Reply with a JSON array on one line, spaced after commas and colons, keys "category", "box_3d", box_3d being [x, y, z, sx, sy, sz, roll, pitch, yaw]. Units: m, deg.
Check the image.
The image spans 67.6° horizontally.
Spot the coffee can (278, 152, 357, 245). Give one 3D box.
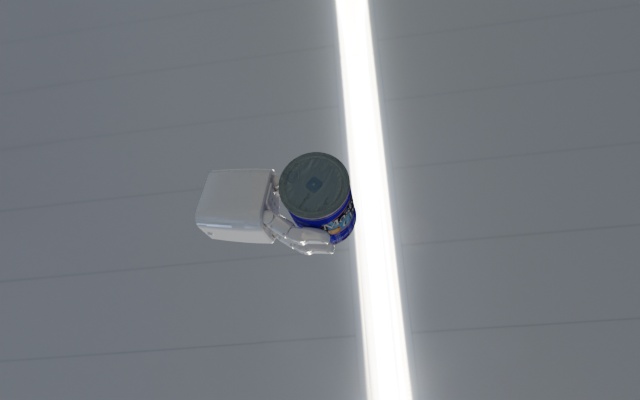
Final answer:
[{"category": "coffee can", "box_3d": [0.000, 0.002, 0.737, 0.103, 0.102, 0.140, 0, -22, 9]}]
